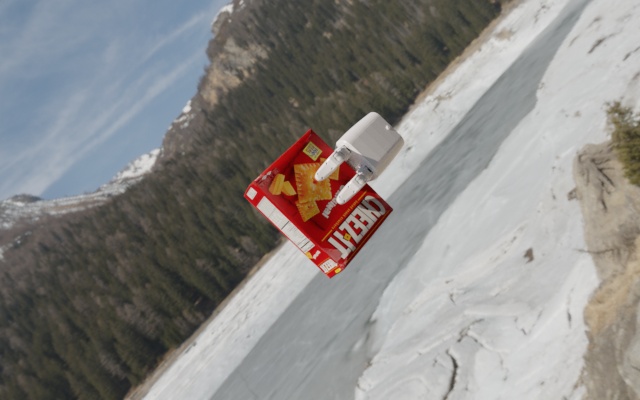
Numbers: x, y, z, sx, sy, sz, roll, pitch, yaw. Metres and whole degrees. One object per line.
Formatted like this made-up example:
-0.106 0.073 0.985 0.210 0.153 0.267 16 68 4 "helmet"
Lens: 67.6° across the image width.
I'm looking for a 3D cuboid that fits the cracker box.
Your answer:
0.000 0.003 0.848 0.164 0.213 0.072 -46 0 -30 "cracker box"
